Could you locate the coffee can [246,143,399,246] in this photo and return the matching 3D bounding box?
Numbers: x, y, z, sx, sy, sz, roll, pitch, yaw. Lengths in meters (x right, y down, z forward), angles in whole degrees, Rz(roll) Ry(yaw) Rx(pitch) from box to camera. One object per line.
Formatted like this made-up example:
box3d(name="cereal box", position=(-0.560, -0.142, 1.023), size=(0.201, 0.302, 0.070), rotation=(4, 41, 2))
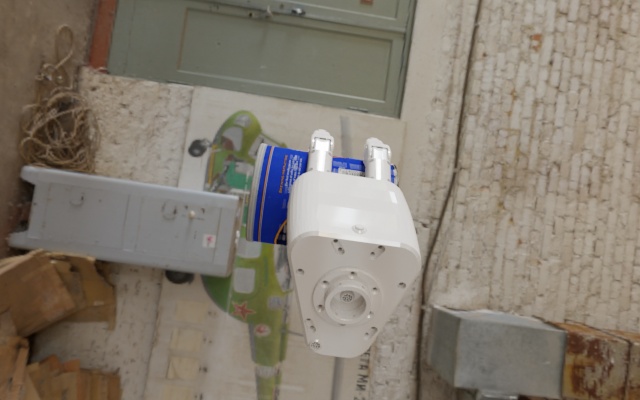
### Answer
box3d(name="coffee can", position=(0.000, 0.002, 0.499), size=(0.140, 0.103, 0.103), rotation=(8, -1, -3))
